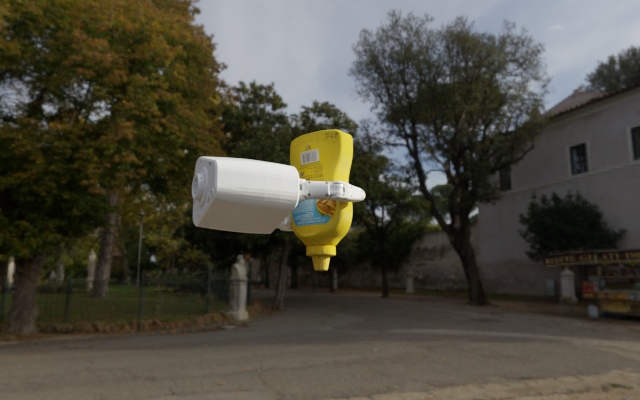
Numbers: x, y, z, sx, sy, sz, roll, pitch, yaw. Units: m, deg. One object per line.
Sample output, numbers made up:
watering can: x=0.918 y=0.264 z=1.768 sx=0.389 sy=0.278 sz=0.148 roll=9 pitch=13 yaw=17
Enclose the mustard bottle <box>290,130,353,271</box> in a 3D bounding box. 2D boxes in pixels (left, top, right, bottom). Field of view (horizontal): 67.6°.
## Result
mustard bottle: x=0.000 y=0.002 z=0.674 sx=0.096 sy=0.191 sz=0.058 roll=-8 pitch=-13 yaw=37
